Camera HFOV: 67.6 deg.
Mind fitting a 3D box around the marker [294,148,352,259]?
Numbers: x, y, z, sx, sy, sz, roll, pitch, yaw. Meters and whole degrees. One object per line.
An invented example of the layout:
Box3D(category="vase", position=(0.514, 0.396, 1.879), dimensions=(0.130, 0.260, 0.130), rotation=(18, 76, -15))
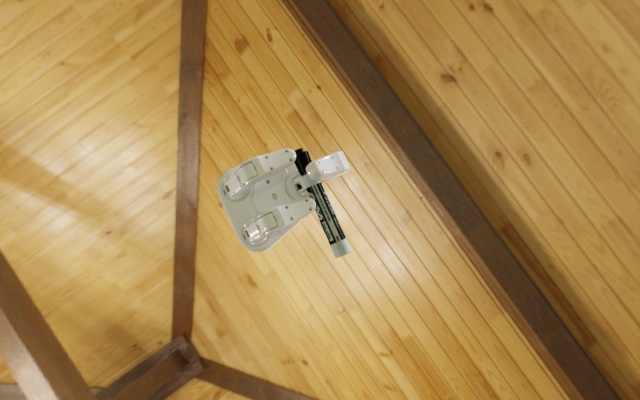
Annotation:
Box3D(category="marker", position=(0.000, 0.002, 0.499), dimensions=(0.020, 0.121, 0.020), rotation=(-24, -4, -2))
